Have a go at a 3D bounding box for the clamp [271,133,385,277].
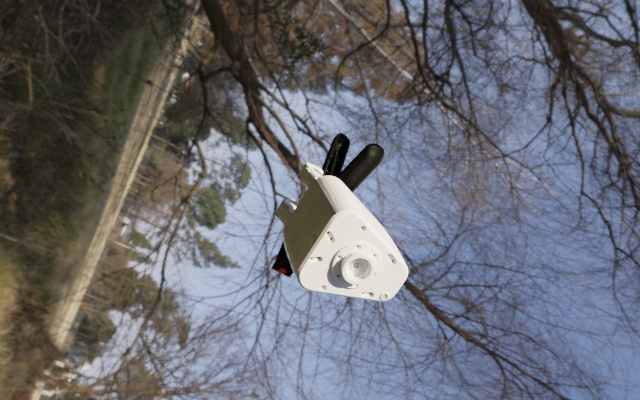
[{"bbox_3d":[0.001,0.003,0.625,0.036,0.210,0.164,30,12,-16],"label":"clamp"}]
